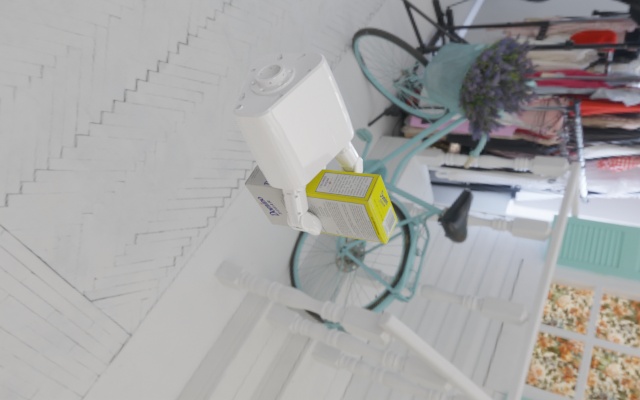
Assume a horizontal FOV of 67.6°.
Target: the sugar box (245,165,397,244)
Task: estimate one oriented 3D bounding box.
[{"bbox_3d":[0.000,0.001,0.604,0.176,0.048,0.093,11,-33,31],"label":"sugar box"}]
